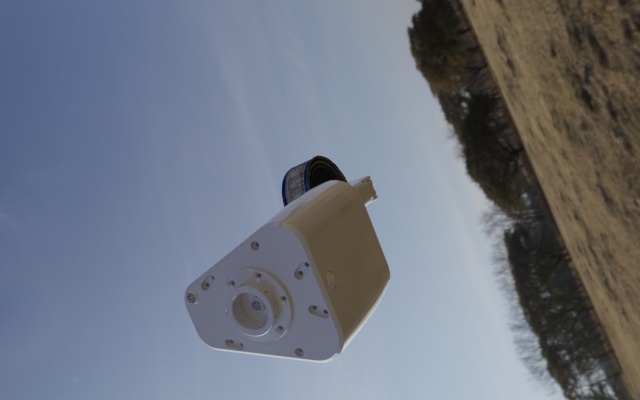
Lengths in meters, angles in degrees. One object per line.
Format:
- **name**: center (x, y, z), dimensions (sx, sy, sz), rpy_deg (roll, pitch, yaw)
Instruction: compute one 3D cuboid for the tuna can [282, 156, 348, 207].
- **tuna can**: center (0.000, 0.002, 0.469), dimensions (0.034, 0.086, 0.086), rpy_deg (-22, -11, 28)
